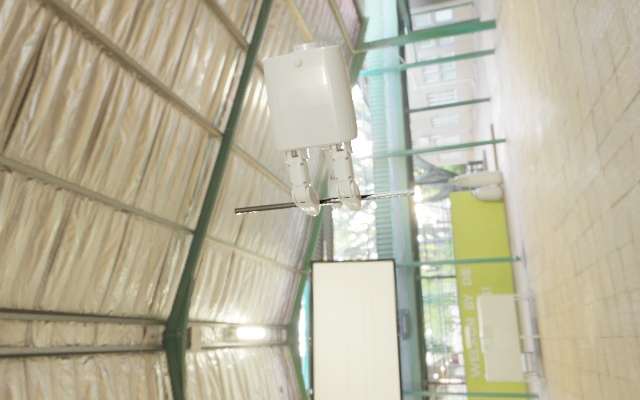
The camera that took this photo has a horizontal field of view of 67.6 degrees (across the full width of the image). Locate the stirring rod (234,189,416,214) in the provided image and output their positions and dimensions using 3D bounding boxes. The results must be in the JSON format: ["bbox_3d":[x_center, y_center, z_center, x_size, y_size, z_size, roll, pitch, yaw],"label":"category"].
[{"bbox_3d":[0.000,0.002,0.613,0.239,0.011,0.011,-6,-2,16],"label":"stirring rod"}]
